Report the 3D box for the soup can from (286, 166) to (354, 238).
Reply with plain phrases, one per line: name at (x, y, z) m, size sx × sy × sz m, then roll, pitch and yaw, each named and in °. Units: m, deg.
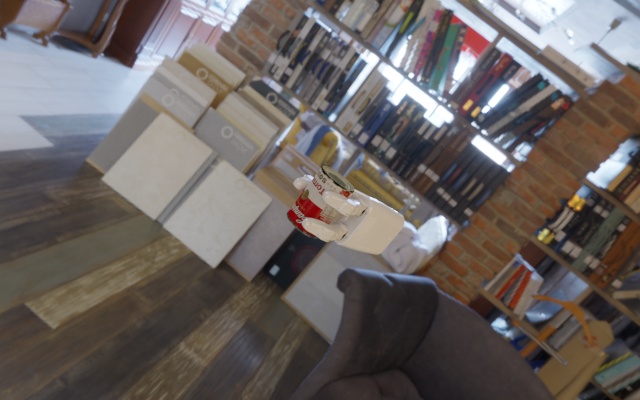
soup can at (0.000, 0.002, 0.787) m, size 0.068 × 0.102 × 0.068 m, roll 34°, pitch 16°, yaw -12°
